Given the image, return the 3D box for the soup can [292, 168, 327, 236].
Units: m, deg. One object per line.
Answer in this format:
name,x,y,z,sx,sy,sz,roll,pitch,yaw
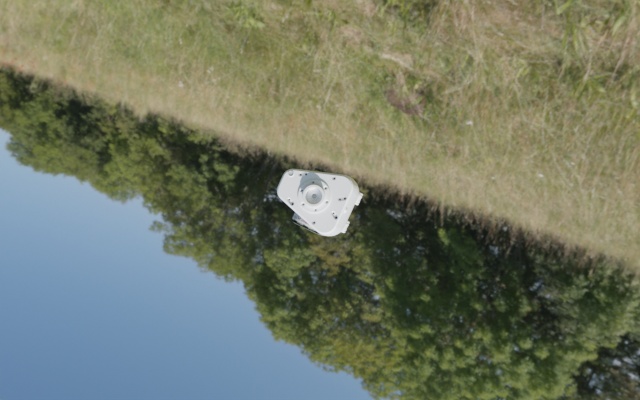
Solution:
soup can,0.000,0.003,0.835,0.068,0.102,0.068,25,1,0
